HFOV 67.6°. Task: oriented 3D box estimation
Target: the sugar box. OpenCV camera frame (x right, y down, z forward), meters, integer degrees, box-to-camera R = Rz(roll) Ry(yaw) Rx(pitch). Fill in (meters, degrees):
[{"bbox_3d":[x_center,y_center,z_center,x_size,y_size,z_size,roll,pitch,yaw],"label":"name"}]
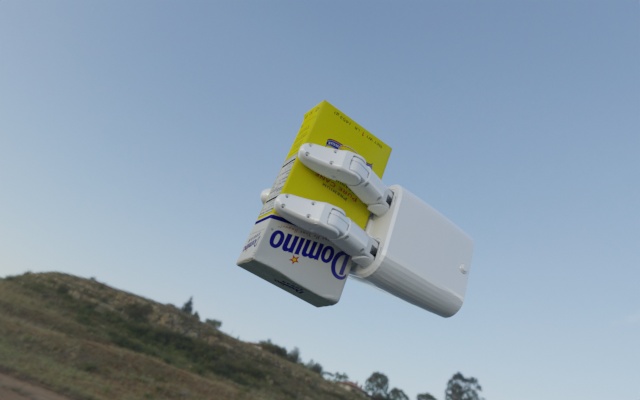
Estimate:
[{"bbox_3d":[0.001,0.001,0.454,0.093,0.176,0.048,31,-29,-20],"label":"sugar box"}]
